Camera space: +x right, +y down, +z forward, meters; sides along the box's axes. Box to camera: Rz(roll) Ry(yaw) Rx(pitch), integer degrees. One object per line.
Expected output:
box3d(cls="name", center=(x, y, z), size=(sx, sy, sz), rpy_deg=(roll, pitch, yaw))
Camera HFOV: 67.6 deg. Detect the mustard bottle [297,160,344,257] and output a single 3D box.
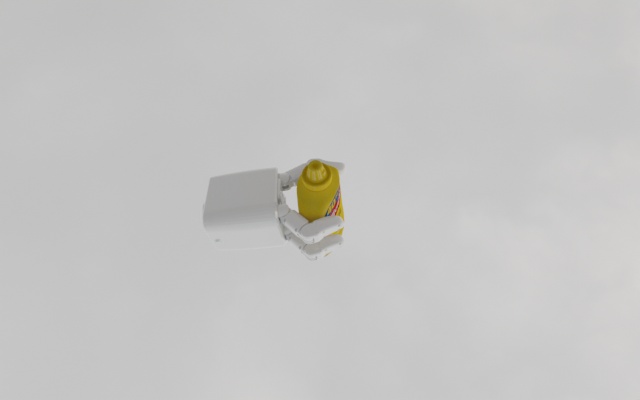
box3d(cls="mustard bottle", center=(0.000, 0.002, 0.701), size=(0.058, 0.096, 0.192), rpy_deg=(15, -28, 14))
